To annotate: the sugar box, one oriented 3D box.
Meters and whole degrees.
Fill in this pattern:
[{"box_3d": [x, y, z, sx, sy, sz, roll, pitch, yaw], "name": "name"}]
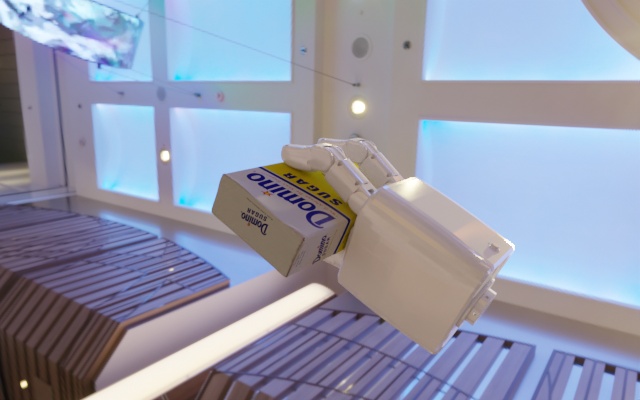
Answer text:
[{"box_3d": [0.000, 0.001, 0.433, 0.093, 0.048, 0.176, 37, 28, 24], "name": "sugar box"}]
